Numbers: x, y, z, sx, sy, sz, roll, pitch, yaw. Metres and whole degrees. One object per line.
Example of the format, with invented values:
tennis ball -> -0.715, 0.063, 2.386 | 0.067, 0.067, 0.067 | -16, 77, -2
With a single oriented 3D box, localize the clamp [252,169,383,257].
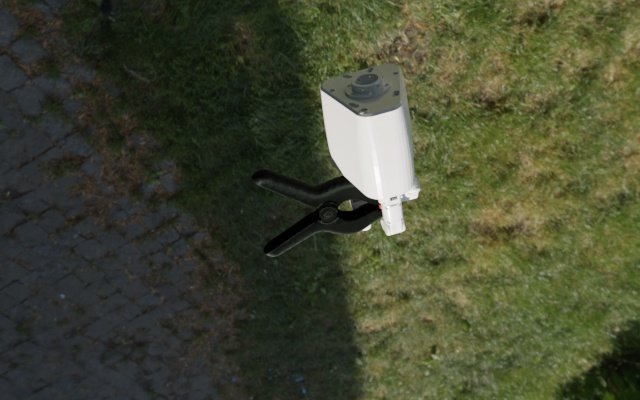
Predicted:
clamp -> 0.000, 0.002, 0.575 | 0.171, 0.120, 0.039 | -15, 38, -1
